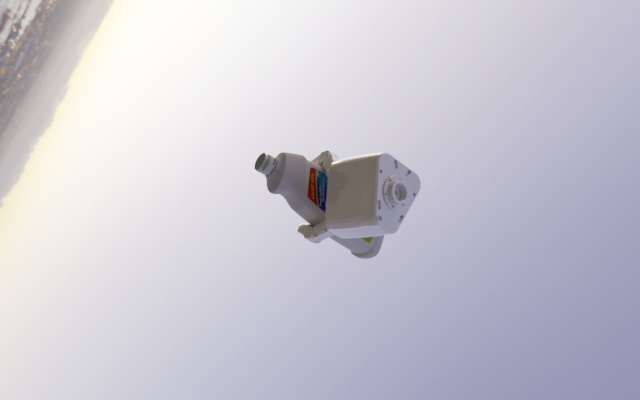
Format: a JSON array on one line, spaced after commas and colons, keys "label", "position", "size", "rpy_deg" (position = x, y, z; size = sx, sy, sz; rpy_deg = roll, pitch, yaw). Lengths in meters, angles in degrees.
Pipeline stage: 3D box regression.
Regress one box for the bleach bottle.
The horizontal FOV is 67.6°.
[{"label": "bleach bottle", "position": [0.000, 0.002, 0.772], "size": [0.251, 0.102, 0.068], "rpy_deg": [30, -21, -31]}]
